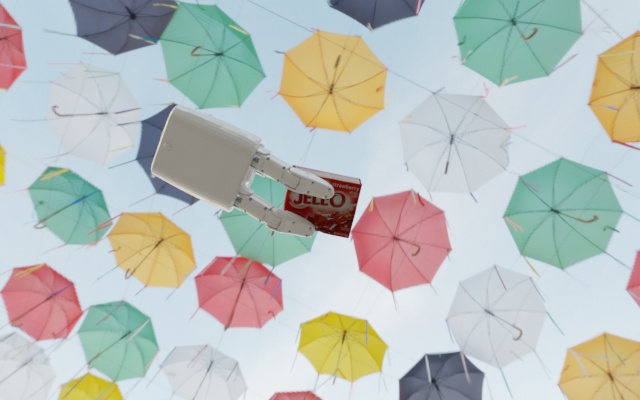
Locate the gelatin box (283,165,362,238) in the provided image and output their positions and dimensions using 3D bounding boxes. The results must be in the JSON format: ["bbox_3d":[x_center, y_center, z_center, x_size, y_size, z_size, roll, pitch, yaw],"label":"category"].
[{"bbox_3d":[0.000,0.002,0.590,0.089,0.073,0.030,11,20,-4],"label":"gelatin box"}]
